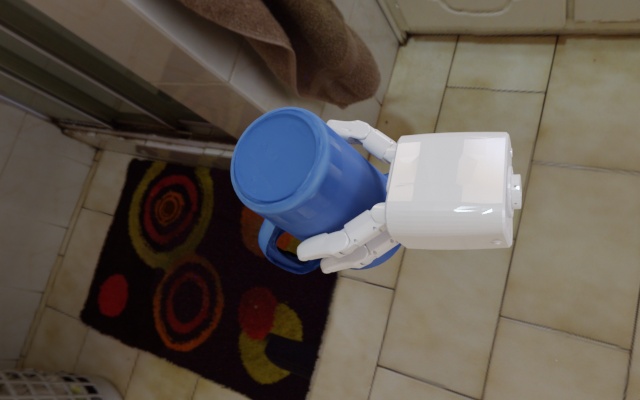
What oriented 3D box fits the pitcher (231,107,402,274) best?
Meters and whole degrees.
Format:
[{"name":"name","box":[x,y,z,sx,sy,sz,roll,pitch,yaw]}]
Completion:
[{"name":"pitcher","box":[0.000,0.002,0.543,0.145,0.149,0.243,0,-16,26]}]
